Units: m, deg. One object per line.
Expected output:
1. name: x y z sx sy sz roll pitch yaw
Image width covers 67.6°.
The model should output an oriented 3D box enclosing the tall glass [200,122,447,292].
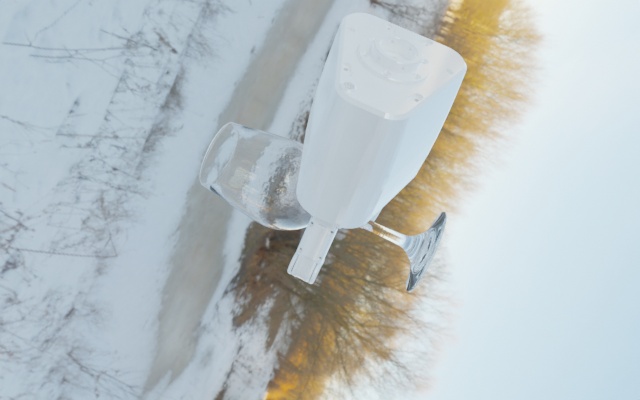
1. tall glass: 0.001 0.002 0.411 0.201 0.079 0.079 25 2 5
